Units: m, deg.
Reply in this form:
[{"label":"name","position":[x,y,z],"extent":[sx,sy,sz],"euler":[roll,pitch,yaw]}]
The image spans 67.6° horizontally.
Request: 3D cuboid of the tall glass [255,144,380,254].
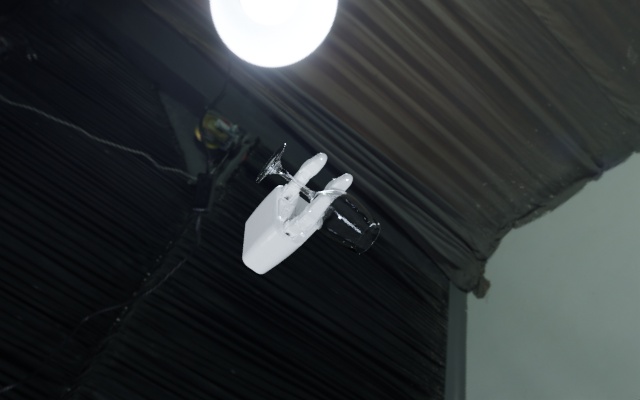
[{"label":"tall glass","position":[0.000,0.002,0.748],"extent":[0.201,0.079,0.079],"euler":[37,-11,-14]}]
